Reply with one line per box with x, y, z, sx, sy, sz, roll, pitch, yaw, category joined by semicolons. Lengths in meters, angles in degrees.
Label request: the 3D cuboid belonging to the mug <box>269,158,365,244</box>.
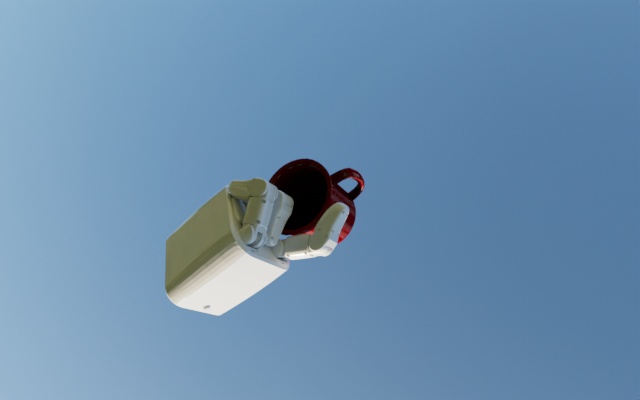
0.001;0.001;0.568;0.117;0.093;0.081;-35;-34;14;mug
